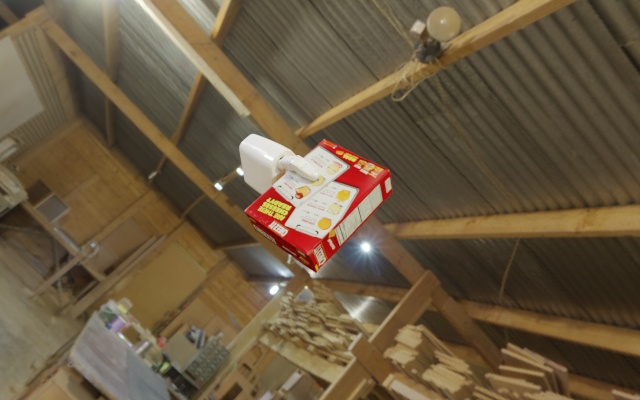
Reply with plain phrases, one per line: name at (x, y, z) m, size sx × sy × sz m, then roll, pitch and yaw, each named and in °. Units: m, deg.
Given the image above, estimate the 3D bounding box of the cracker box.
cracker box at (0.000, 0.003, 0.857) m, size 0.164 × 0.213 × 0.072 m, roll 30°, pitch -25°, yaw 35°
